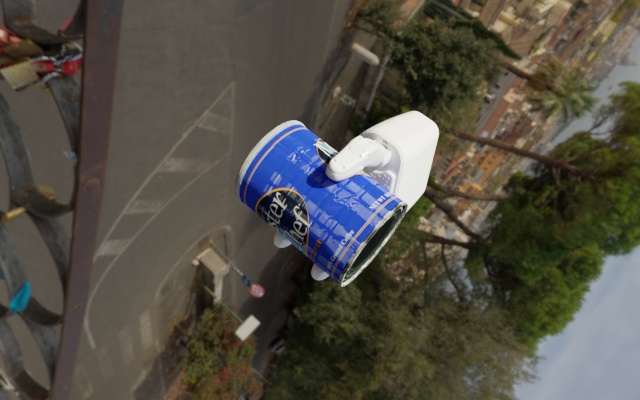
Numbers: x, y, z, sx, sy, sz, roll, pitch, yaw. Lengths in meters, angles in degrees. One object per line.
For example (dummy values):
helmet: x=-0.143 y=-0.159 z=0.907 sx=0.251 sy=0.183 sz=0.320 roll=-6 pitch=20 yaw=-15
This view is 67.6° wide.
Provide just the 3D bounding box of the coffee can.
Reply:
coffee can: x=0.000 y=0.001 z=0.476 sx=0.140 sy=0.103 sz=0.103 roll=39 pitch=13 yaw=16
